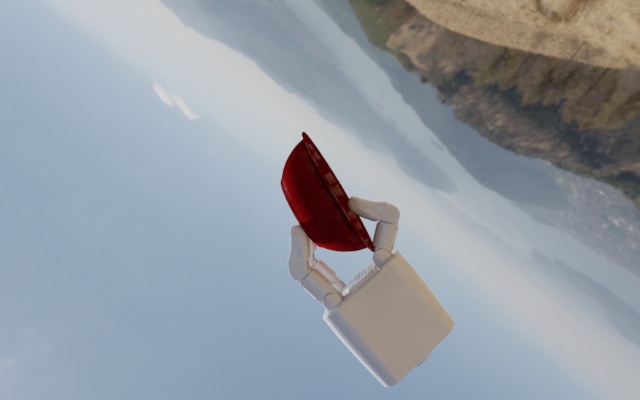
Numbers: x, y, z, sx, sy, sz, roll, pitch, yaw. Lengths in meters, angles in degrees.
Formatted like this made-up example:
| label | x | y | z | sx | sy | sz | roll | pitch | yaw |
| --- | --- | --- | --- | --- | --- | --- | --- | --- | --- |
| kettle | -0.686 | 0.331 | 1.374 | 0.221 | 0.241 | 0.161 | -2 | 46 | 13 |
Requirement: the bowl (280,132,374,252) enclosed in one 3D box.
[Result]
| label | x | y | z | sx | sy | sz | roll | pitch | yaw |
| --- | --- | --- | --- | --- | --- | --- | --- | --- | --- |
| bowl | -0.001 | 0.001 | 0.559 | 0.055 | 0.162 | 0.162 | -30 | -4 | 7 |
